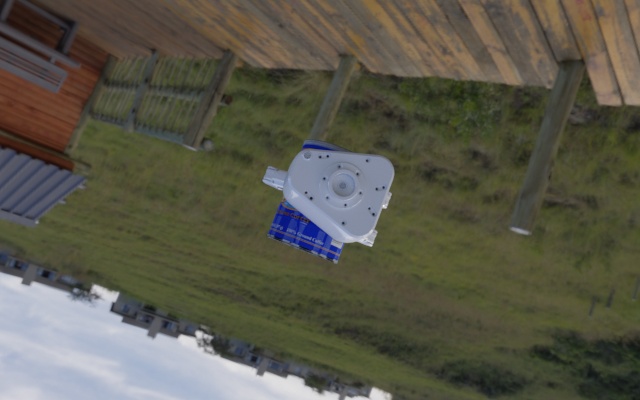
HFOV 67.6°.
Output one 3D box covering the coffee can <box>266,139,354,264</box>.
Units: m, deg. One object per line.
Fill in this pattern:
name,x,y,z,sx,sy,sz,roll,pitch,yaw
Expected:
coffee can,0.000,0.002,0.649,0.103,0.140,0.103,21,-7,3
